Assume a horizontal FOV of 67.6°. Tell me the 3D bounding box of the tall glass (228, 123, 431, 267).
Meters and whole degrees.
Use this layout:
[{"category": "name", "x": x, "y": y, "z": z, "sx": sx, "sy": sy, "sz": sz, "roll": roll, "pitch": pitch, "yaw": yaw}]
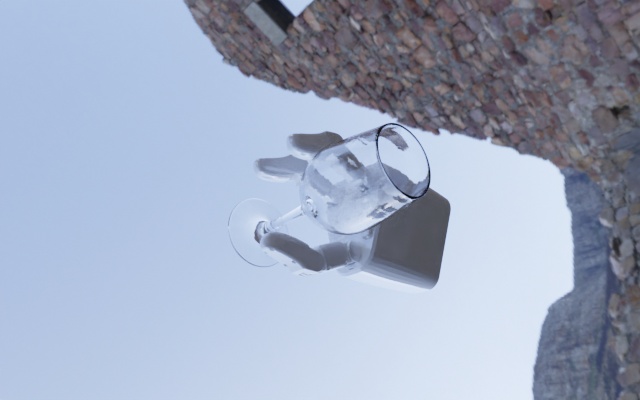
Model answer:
[{"category": "tall glass", "x": 0.000, "y": 0.002, "z": 0.427, "sx": 0.079, "sy": 0.079, "sz": 0.201, "roll": 0, "pitch": -19, "yaw": -42}]
